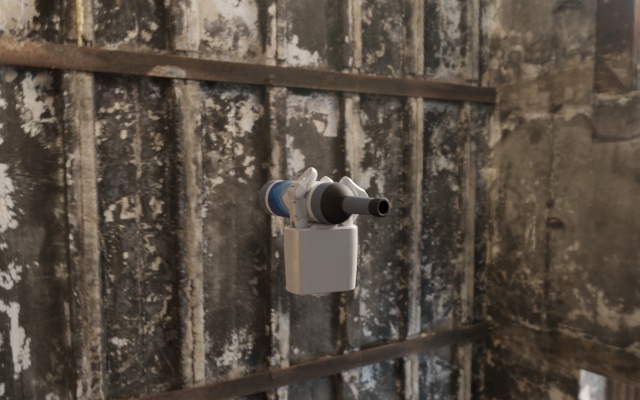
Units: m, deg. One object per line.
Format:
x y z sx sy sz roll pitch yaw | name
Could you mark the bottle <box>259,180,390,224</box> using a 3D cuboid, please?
0.000 0.002 0.778 0.069 0.069 0.295 0 3 -36 | bottle
